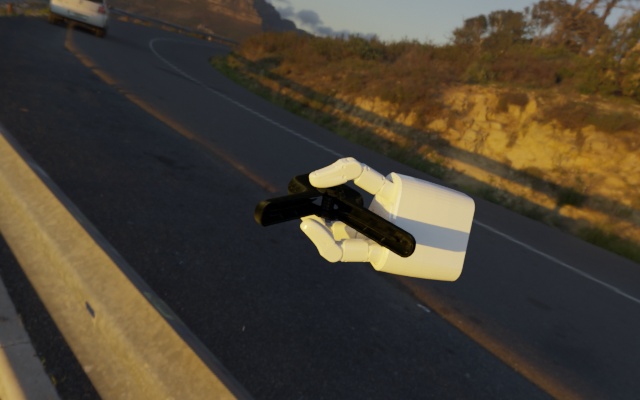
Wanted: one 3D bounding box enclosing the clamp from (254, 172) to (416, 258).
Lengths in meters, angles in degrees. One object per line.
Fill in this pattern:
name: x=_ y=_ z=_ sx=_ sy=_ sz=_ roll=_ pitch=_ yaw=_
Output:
clamp: x=0.000 y=0.001 z=0.549 sx=0.164 sy=0.036 sz=0.210 roll=12 pitch=16 yaw=-16
